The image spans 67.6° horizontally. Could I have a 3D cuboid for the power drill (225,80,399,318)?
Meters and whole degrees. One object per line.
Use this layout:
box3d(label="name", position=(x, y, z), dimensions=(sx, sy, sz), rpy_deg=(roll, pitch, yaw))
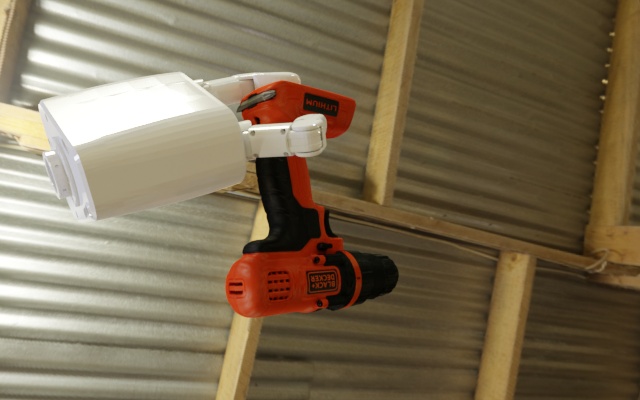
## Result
box3d(label="power drill", position=(0.000, 0.001, 0.416), dimensions=(0.057, 0.187, 0.184), rpy_deg=(-13, -11, 43))
